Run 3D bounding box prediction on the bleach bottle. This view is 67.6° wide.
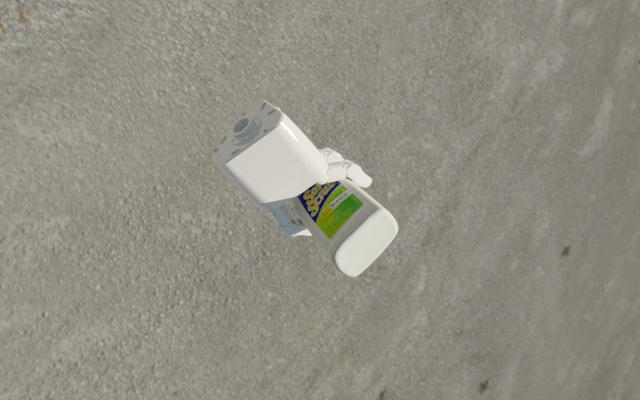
[{"bbox_3d":[0.000,0.002,0.702,0.068,0.102,0.250,48,-5,-40],"label":"bleach bottle"}]
